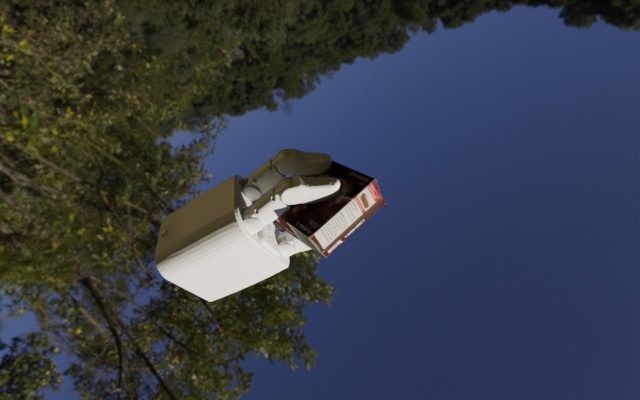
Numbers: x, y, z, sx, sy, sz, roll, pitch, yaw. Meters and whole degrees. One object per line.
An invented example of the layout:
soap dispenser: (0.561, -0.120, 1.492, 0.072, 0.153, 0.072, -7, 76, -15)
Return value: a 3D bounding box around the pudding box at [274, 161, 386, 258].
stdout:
pudding box: (0.000, 0.002, 0.510, 0.090, 0.039, 0.113, -42, 37, -14)
